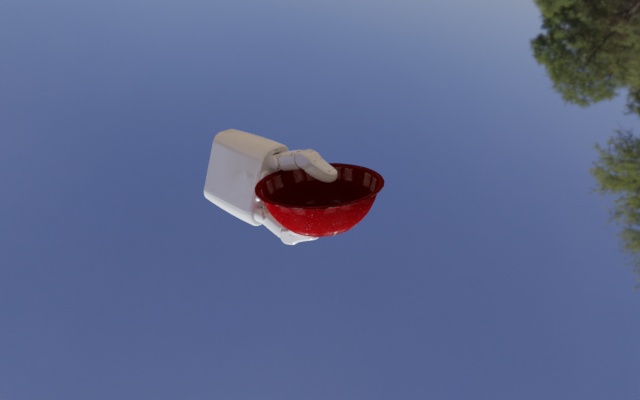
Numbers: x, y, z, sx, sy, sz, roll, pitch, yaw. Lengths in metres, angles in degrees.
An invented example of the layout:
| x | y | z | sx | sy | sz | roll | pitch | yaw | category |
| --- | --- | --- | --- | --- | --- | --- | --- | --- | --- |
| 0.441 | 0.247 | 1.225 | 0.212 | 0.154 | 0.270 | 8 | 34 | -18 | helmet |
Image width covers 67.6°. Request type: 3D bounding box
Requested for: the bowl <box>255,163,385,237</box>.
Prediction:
| x | y | z | sx | sy | sz | roll | pitch | yaw | category |
| --- | --- | --- | --- | --- | --- | --- | --- | --- | --- |
| 0.001 | 0.003 | 0.603 | 0.162 | 0.055 | 0.162 | -4 | 21 | 1 | bowl |
